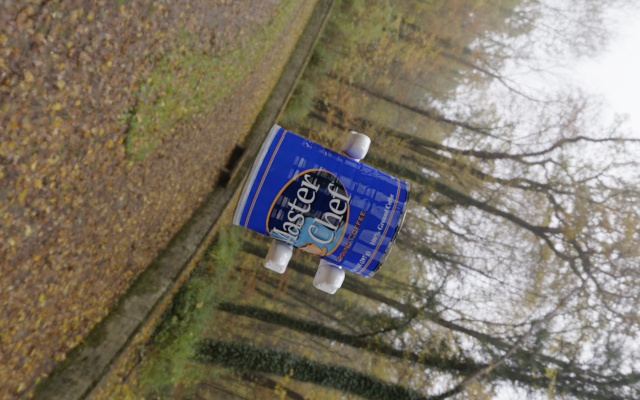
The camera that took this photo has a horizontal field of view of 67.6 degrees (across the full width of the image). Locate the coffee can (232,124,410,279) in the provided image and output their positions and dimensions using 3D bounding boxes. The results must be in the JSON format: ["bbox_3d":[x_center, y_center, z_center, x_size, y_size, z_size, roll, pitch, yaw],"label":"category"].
[{"bbox_3d":[0.000,0.001,0.460,0.140,0.103,0.103,23,-2,-4],"label":"coffee can"}]
